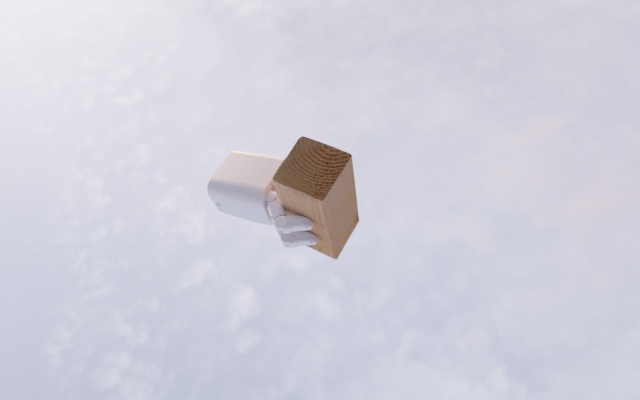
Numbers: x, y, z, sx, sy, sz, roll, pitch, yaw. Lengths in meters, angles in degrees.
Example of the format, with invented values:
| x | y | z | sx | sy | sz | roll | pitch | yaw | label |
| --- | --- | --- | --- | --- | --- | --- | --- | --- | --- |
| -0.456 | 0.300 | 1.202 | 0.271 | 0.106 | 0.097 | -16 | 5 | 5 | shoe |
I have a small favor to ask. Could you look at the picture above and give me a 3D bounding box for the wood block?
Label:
| x | y | z | sx | sy | sz | roll | pitch | yaw | label |
| --- | --- | --- | --- | --- | --- | --- | --- | --- | --- |
| 0.000 | 0.002 | 0.780 | 0.090 | 0.090 | 0.206 | 23 | -24 | 19 | wood block |
